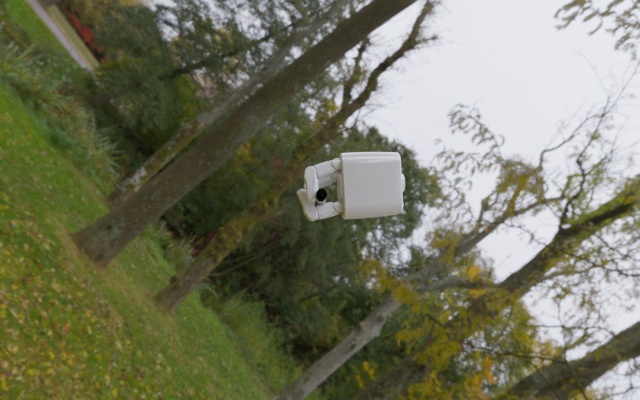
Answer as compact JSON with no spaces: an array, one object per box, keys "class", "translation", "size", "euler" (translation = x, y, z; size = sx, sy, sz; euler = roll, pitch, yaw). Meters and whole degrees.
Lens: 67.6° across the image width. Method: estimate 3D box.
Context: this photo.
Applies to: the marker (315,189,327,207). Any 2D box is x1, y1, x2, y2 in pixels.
[{"class":"marker","translation":[0.000,0.003,0.857],"size":[0.020,0.020,0.121],"euler":[0,-15,-2]}]
